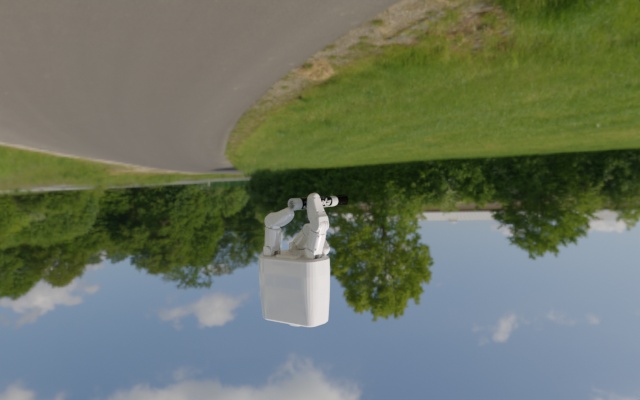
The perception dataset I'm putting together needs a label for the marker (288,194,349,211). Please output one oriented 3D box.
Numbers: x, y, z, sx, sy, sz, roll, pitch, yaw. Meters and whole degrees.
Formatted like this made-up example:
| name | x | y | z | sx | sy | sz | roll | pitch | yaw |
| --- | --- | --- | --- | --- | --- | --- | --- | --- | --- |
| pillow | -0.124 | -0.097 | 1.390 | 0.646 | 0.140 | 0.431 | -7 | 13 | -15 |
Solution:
| name | x | y | z | sx | sy | sz | roll | pitch | yaw |
| --- | --- | --- | --- | --- | --- | --- | --- | --- | --- |
| marker | 0.000 | 0.002 | 0.771 | 0.121 | 0.020 | 0.020 | -5 | 3 | -42 |
